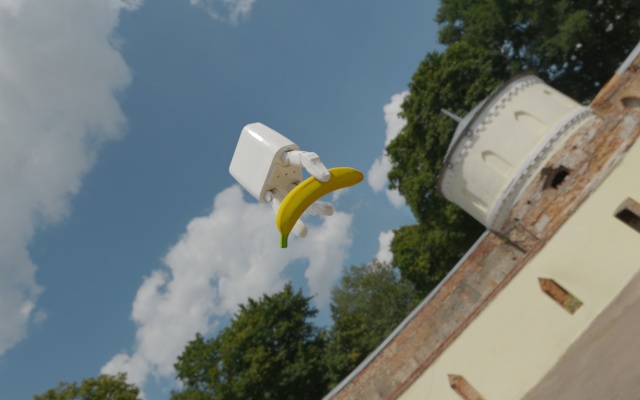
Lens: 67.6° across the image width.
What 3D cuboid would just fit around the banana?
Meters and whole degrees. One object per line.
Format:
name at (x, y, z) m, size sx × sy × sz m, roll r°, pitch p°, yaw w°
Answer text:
banana at (-0.007, -0.009, 0.786) m, size 0.197 × 0.070 × 0.037 m, roll -39°, pitch 44°, yaw -22°
